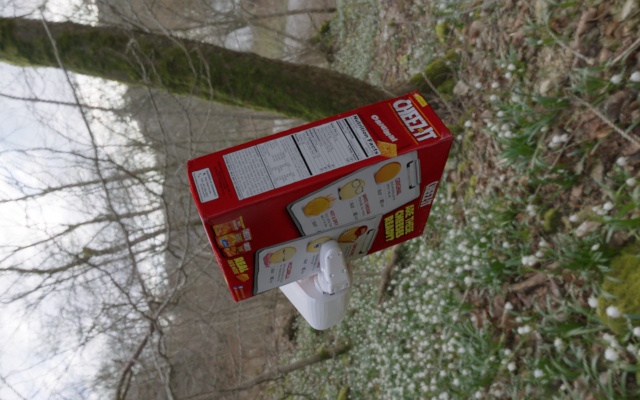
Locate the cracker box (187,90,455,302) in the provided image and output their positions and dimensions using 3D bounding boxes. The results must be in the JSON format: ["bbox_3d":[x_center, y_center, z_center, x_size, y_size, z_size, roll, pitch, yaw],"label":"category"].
[{"bbox_3d":[0.000,0.002,0.449,0.213,0.072,0.164,-19,-32,-12],"label":"cracker box"}]
